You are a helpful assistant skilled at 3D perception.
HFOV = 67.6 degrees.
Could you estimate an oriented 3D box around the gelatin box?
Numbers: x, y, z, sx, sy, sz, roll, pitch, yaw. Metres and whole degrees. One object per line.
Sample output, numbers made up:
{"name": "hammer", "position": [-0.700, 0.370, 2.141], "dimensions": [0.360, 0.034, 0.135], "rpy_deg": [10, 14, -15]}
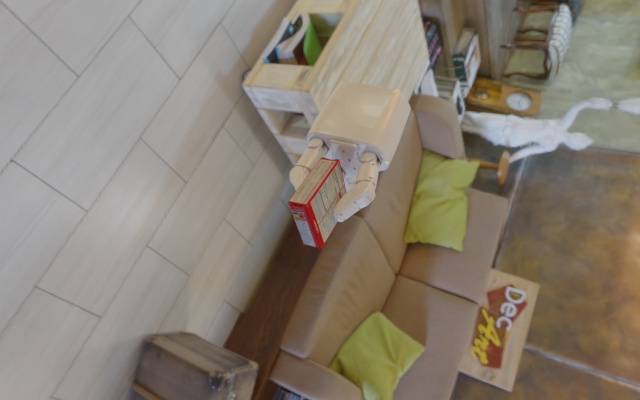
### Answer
{"name": "gelatin box", "position": [0.000, 0.002, 0.588], "dimensions": [0.030, 0.073, 0.089], "rpy_deg": [9, 47, 28]}
